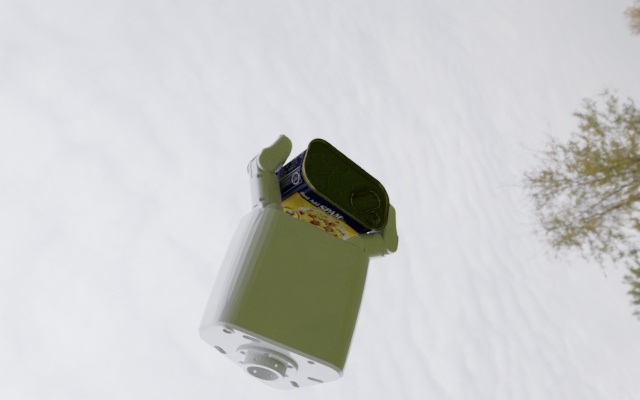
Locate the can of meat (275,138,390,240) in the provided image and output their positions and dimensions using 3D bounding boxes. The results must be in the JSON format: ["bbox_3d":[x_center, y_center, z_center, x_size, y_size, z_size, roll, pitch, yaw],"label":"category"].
[{"bbox_3d":[0.000,0.002,0.455,0.102,0.057,0.084,34,-43,-25],"label":"can of meat"}]
